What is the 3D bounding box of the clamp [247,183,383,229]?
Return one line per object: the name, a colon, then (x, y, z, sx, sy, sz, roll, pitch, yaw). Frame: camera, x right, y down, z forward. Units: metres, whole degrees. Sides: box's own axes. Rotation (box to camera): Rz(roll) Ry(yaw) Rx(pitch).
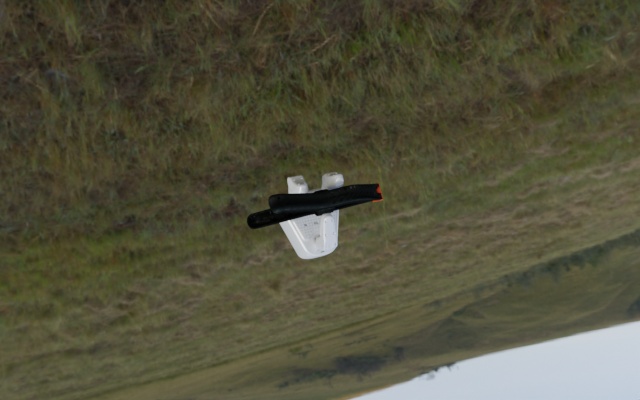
clamp: (0.001, 0.003, 0.707, 0.210, 0.036, 0.164, -11, -6, -14)
